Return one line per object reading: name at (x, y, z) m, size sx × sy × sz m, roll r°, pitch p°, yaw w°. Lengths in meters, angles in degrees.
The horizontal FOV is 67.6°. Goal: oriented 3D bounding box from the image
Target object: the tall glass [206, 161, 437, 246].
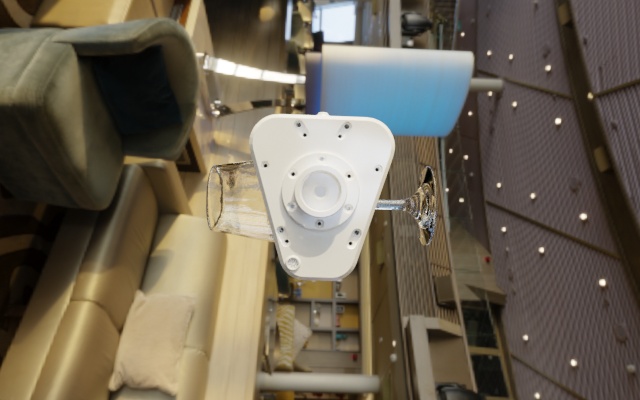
tall glass at (0.001, 0.002, 0.444) m, size 0.201 × 0.079 × 0.079 m, roll 2°, pitch 0°, yaw -1°
